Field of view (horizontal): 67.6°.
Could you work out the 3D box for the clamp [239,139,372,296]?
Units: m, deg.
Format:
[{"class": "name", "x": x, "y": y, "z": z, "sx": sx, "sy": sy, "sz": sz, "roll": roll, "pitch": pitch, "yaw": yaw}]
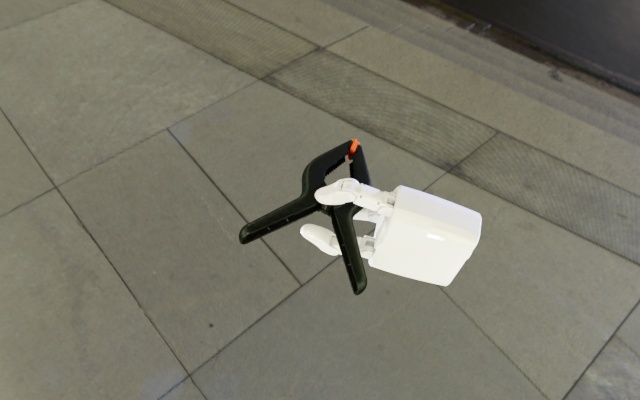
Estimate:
[{"class": "clamp", "x": 0.001, "y": 0.001, "z": 0.614, "sx": 0.164, "sy": 0.210, "sz": 0.036, "roll": 18, "pitch": -30, "yaw": -2}]
